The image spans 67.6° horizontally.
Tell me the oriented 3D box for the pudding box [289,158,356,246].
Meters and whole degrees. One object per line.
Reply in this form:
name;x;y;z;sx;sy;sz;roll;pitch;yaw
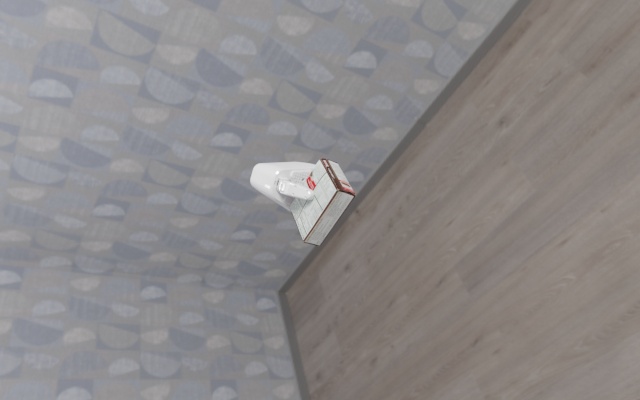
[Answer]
pudding box;0.000;0.002;0.764;0.039;0.113;0.090;13;32;-32
